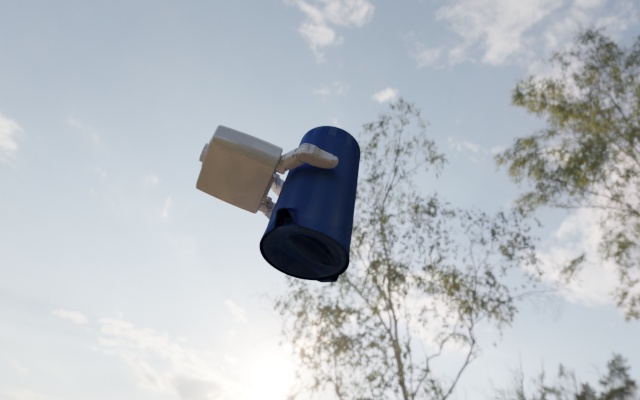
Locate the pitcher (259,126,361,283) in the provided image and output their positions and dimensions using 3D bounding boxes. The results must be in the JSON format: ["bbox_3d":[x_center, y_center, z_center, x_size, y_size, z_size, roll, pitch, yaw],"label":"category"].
[{"bbox_3d":[0.000,0.002,0.767,0.145,0.242,0.149,22,-41,-9],"label":"pitcher"}]
